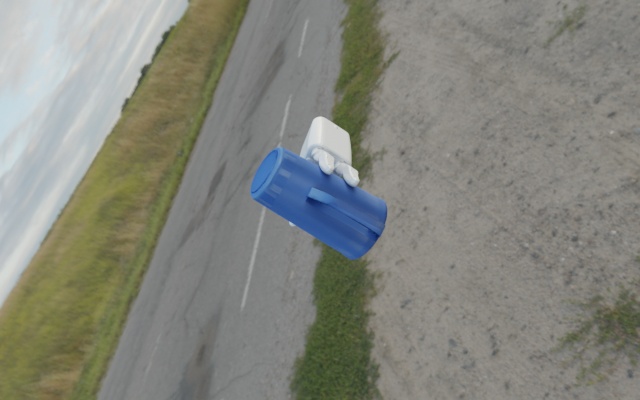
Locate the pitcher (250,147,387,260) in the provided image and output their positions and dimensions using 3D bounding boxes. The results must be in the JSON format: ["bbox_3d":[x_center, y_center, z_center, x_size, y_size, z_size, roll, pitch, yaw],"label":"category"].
[{"bbox_3d":[0.000,0.003,0.889,0.243,0.145,0.149,30,-51,-22],"label":"pitcher"}]
